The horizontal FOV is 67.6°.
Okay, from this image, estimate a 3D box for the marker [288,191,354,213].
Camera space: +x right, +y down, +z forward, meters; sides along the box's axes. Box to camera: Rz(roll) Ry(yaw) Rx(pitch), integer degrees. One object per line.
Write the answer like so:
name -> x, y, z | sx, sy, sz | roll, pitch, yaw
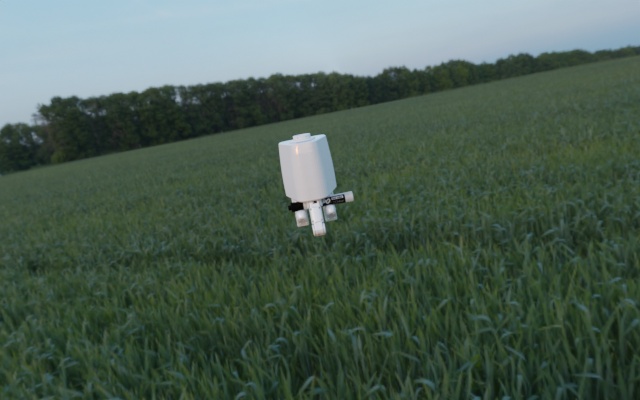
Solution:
marker -> 0.000, 0.003, 0.879 | 0.121, 0.020, 0.020 | -11, 0, -2
